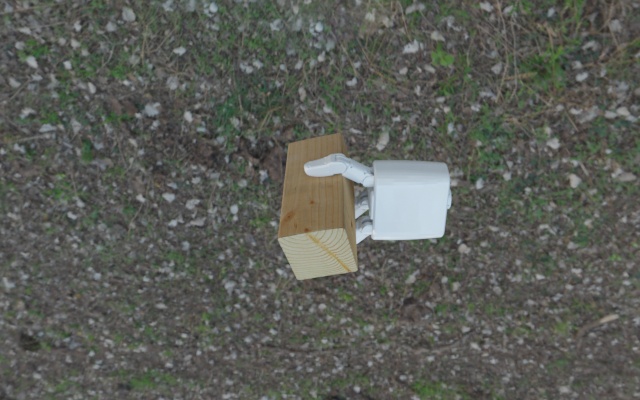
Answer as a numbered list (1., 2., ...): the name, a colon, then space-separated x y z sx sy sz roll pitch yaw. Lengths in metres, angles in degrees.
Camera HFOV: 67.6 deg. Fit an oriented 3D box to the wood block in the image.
1. wood block: 0.000 0.002 0.705 0.090 0.091 0.206 -10 42 10
